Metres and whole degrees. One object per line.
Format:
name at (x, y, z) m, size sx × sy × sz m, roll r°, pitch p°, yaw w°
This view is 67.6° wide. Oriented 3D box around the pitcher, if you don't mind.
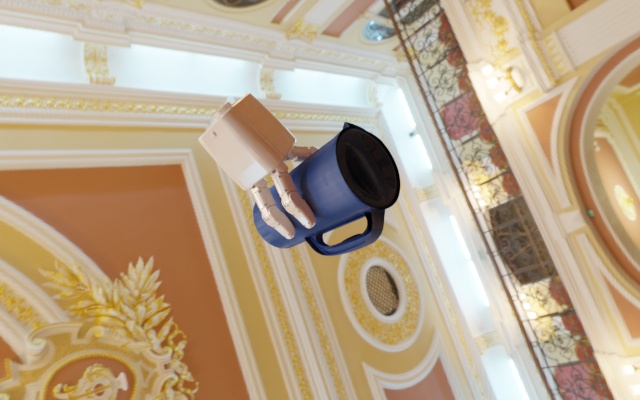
pitcher at (0.000, 0.002, 0.763) m, size 0.243 × 0.145 × 0.149 m, roll -30°, pitch 21°, yaw 42°
